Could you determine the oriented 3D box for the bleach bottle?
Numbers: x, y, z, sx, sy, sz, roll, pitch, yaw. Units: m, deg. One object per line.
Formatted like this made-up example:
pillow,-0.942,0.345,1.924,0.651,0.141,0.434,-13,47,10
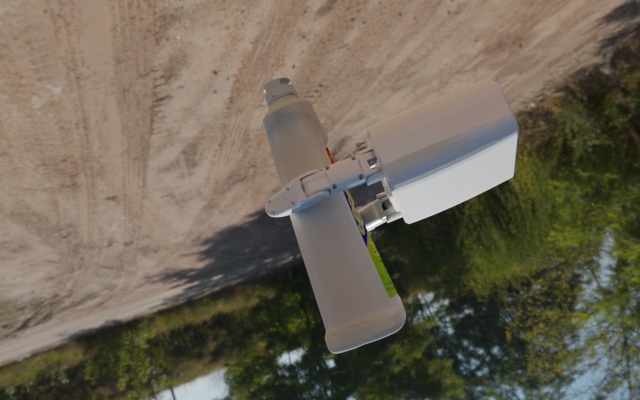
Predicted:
bleach bottle,0.000,0.001,0.436,0.068,0.250,0.102,-23,-10,9
